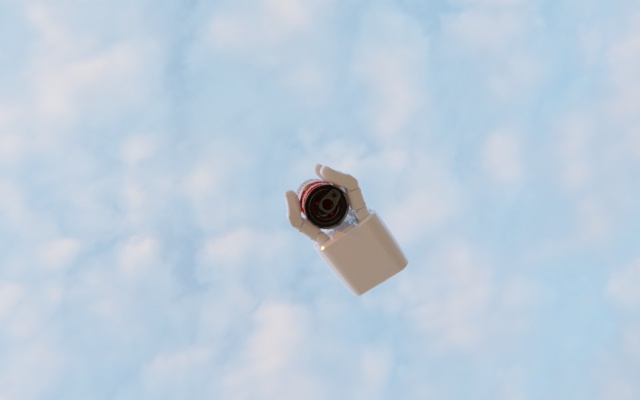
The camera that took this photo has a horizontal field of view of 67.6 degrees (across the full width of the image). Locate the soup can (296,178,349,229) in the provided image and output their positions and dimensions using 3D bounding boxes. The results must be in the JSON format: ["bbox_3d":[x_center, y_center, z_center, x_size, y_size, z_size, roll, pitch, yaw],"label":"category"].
[{"bbox_3d":[0.000,0.002,0.753,0.068,0.068,0.102,0,8,-11],"label":"soup can"}]
